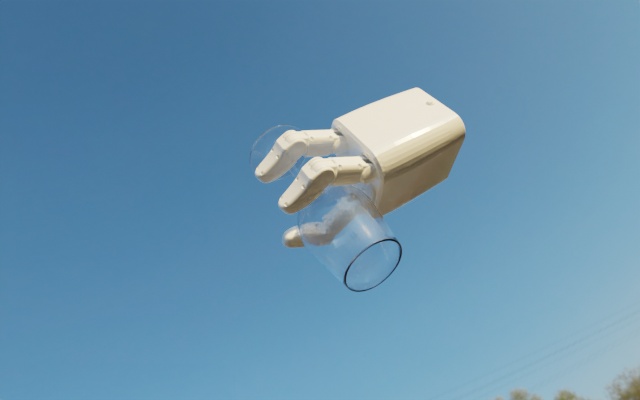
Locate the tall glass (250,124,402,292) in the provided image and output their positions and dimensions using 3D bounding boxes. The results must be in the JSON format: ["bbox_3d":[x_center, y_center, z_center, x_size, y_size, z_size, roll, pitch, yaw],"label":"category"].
[{"bbox_3d":[0.000,0.001,0.489,0.079,0.079,0.201,0,35,-36],"label":"tall glass"}]
